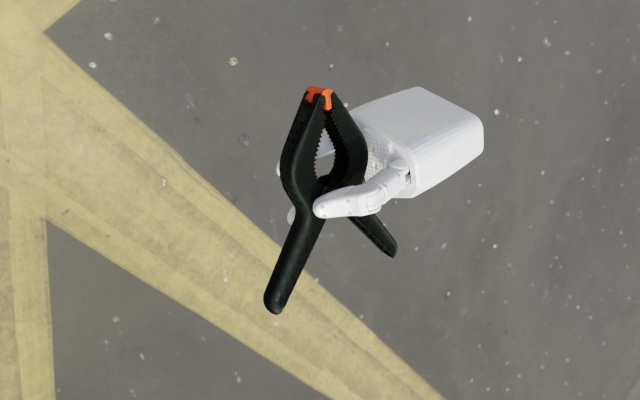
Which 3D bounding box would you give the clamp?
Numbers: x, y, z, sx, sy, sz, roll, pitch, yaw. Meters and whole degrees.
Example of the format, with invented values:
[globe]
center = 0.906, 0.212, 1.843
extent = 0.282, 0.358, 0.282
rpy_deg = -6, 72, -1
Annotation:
[clamp]
center = 0.001, 0.001, 0.452
extent = 0.164, 0.210, 0.036
rpy_deg = -28, 32, -28
